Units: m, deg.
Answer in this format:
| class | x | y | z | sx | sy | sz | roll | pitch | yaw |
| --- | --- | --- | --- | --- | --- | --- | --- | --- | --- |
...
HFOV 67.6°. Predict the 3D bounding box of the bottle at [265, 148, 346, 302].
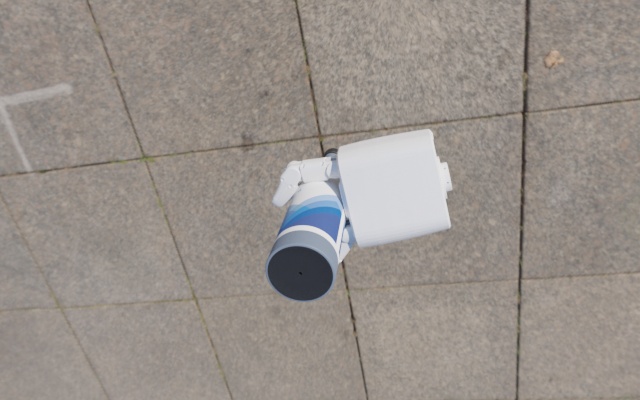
| class | x | y | z | sx | sy | sz | roll | pitch | yaw |
| --- | --- | --- | --- | --- | --- | --- | --- | --- | --- |
| bottle | 0.000 | 0.002 | 0.572 | 0.069 | 0.069 | 0.295 | 0 | 27 | 8 |
